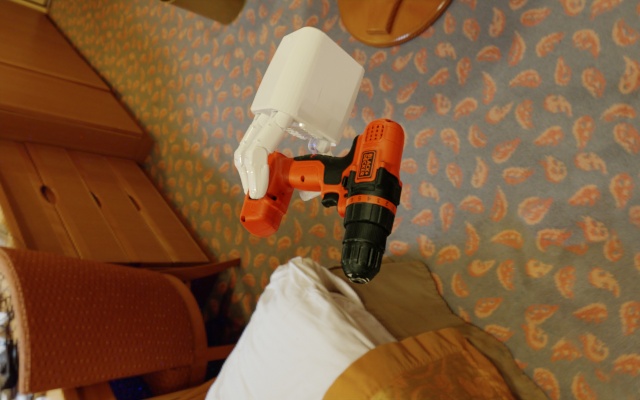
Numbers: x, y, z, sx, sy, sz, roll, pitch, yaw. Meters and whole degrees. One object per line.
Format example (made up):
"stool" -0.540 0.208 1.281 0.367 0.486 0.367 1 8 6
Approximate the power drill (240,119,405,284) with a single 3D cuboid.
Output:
"power drill" 0.000 0.002 0.538 0.187 0.184 0.057 -3 -30 33
